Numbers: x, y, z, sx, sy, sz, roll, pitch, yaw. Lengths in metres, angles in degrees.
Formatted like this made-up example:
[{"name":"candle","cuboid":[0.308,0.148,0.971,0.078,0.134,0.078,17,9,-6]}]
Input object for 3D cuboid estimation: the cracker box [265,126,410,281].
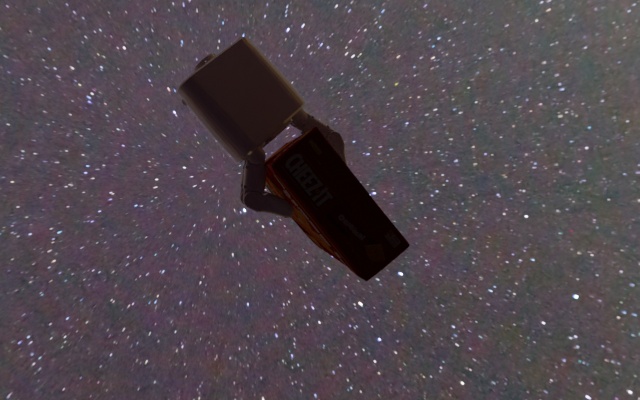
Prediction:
[{"name":"cracker box","cuboid":[0.000,0.002,0.595,0.072,0.164,0.213,-41,10,-7]}]
